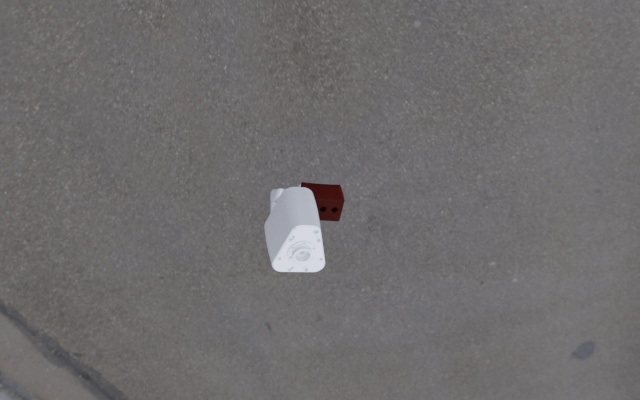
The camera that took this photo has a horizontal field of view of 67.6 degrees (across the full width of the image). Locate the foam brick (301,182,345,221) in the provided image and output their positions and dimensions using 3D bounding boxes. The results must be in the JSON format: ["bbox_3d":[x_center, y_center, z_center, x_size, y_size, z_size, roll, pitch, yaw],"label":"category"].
[{"bbox_3d":[0.000,0.003,0.896,0.078,0.053,0.051,3,35,-15],"label":"foam brick"}]
